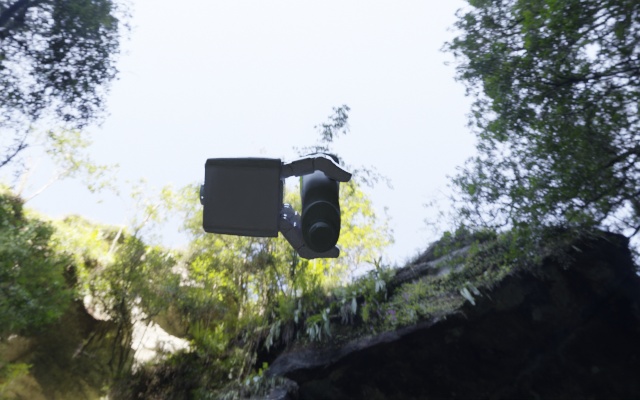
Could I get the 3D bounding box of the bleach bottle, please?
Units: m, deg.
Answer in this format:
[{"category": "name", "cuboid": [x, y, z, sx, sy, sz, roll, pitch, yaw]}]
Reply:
[{"category": "bleach bottle", "cuboid": [0.000, 0.002, 0.691, 0.068, 0.102, 0.250, 1, 16, -1]}]
